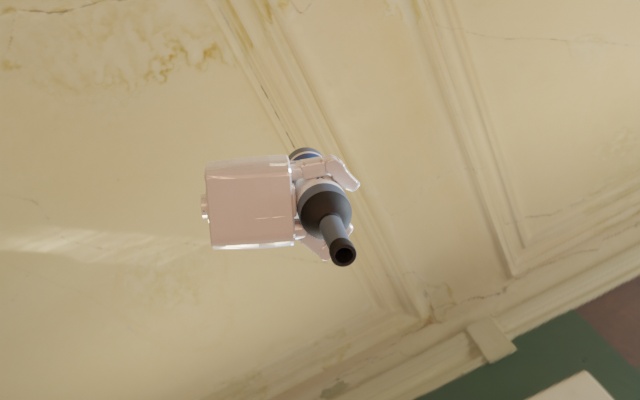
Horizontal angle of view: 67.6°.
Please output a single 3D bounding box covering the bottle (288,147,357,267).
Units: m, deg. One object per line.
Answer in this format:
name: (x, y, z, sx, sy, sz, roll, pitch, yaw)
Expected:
bottle: (0.000, 0.002, 0.627, 0.069, 0.069, 0.295, 0, 22, -10)
